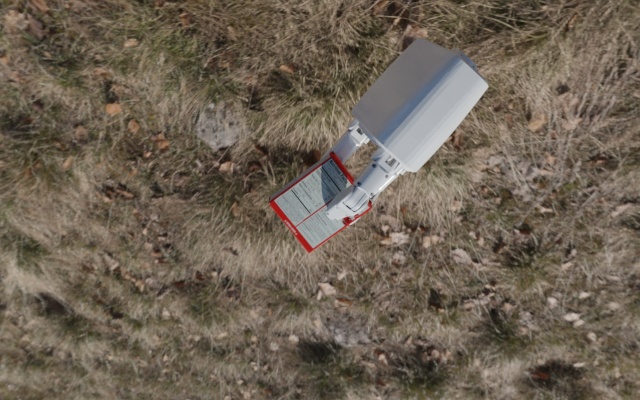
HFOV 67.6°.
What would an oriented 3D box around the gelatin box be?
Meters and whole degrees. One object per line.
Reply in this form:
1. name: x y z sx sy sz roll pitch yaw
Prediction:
1. gelatin box: 0.000 0.002 0.517 0.089 0.073 0.030 -36 14 8
